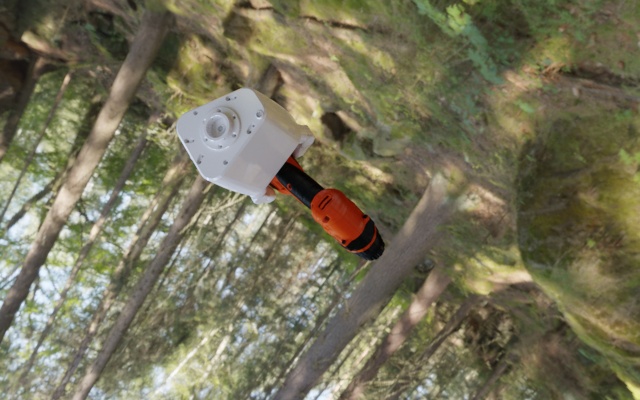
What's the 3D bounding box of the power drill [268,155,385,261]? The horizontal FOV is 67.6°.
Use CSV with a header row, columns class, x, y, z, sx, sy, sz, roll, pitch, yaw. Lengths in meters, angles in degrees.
class,x,y,z,sx,sy,sz,roll,pitch,yaw
power drill,0.000,0.002,0.660,0.187,0.057,0.184,37,-5,34
